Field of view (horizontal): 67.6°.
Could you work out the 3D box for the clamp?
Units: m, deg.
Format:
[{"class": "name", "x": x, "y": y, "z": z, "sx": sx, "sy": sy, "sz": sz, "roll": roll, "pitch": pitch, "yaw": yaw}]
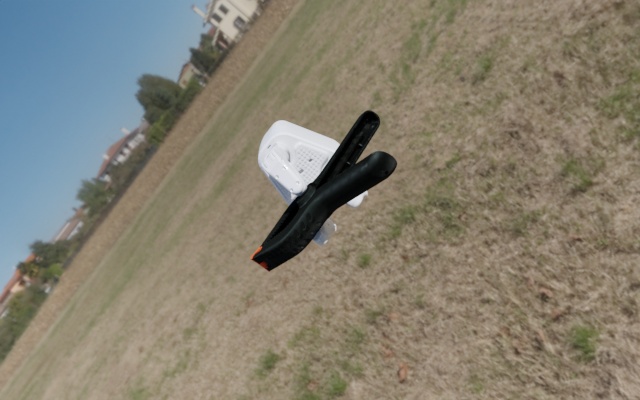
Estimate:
[{"class": "clamp", "x": -0.001, "y": 0.001, "z": 0.496, "sx": 0.036, "sy": 0.210, "sz": 0.164, "roll": 38, "pitch": 12, "yaw": -13}]
